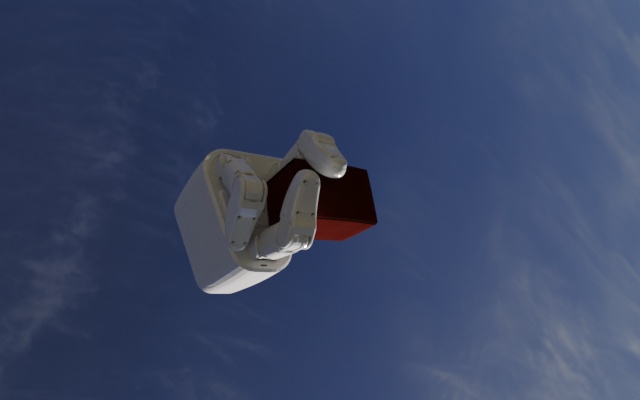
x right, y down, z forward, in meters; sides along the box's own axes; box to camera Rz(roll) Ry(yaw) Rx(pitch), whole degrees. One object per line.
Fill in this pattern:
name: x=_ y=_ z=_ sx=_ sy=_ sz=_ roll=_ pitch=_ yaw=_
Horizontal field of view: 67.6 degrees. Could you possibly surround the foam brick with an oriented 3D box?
foam brick: x=0.000 y=0.001 z=0.412 sx=0.078 sy=0.053 sz=0.051 roll=7 pitch=-26 yaw=-31
